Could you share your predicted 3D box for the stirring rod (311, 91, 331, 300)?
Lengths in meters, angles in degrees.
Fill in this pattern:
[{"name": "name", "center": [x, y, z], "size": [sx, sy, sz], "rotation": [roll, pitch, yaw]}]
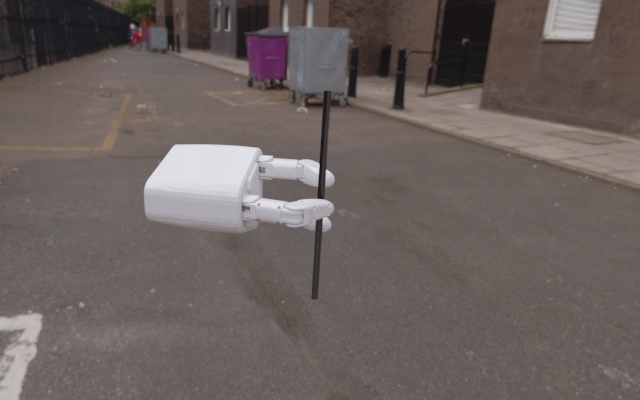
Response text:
[{"name": "stirring rod", "center": [0.000, 0.002, 0.528], "size": [0.011, 0.240, 0.011], "rotation": [3, 18, -1]}]
